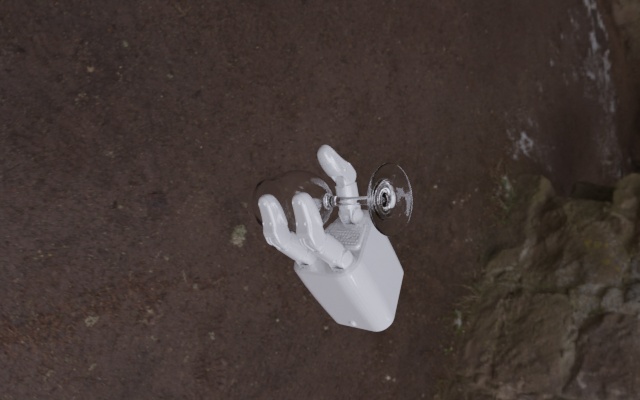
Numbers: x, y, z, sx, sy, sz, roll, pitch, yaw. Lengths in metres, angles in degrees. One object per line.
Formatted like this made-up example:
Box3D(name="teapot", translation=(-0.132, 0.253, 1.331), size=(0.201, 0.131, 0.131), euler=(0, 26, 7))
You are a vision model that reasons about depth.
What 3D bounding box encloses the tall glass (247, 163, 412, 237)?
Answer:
Box3D(name="tall glass", translation=(0.001, 0.002, 0.546), size=(0.201, 0.079, 0.079), euler=(-1, -1, 44))
